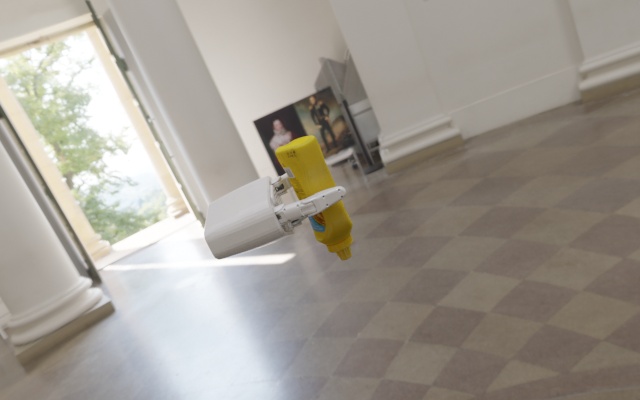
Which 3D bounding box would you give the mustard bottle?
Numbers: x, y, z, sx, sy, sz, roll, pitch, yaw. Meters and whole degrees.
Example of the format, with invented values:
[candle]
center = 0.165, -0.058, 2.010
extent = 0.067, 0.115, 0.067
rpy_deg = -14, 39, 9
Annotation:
[mustard bottle]
center = 0.000, 0.002, 0.702
extent = 0.058, 0.192, 0.096
rpy_deg = -28, 13, -18
